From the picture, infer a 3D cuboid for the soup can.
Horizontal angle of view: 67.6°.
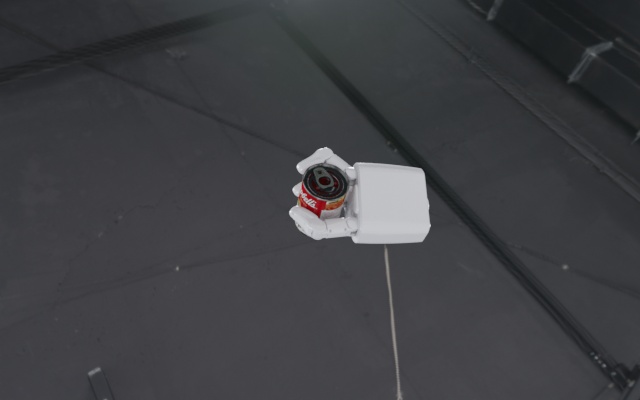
[{"bbox_3d":[0.000,0.003,0.712,0.068,0.068,0.102,0,-36,-12],"label":"soup can"}]
